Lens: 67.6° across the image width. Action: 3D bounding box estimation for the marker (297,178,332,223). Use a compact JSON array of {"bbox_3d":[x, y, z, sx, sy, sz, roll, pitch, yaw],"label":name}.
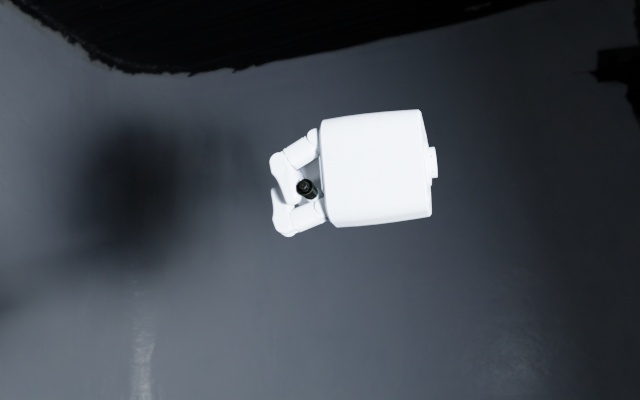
[{"bbox_3d":[0.000,0.002,0.546,0.020,0.020,0.121,0,-17,18],"label":"marker"}]
